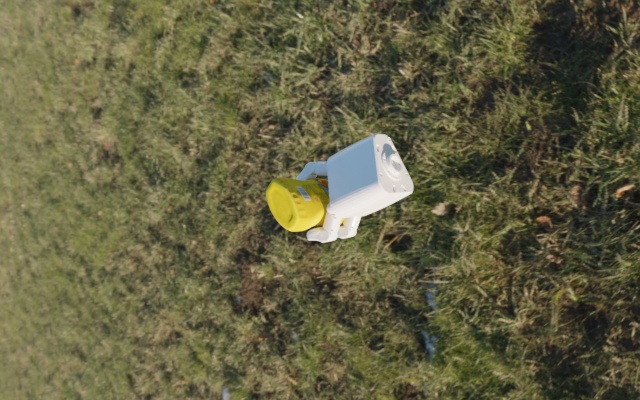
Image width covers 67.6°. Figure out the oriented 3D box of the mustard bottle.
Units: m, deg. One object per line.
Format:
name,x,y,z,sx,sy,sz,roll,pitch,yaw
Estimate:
mustard bottle,0.000,0.003,0.848,0.191,0.096,0.058,-4,-41,-47
